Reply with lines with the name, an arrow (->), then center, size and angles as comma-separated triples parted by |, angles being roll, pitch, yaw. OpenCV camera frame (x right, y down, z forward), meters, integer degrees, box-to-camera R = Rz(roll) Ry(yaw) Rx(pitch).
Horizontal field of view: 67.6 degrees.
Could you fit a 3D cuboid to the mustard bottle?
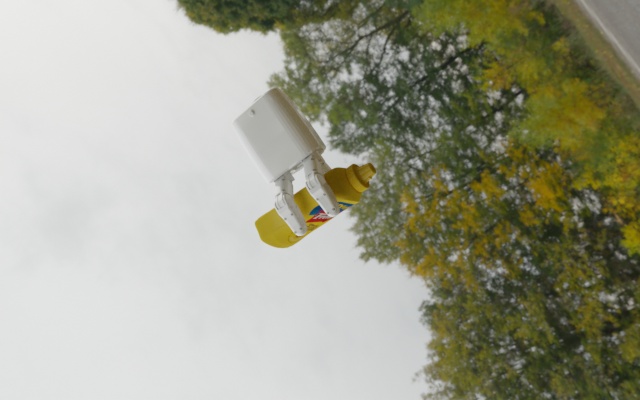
mustard bottle -> 0.000, 0.003, 0.701 | 0.192, 0.058, 0.096 | -34, -23, 25
